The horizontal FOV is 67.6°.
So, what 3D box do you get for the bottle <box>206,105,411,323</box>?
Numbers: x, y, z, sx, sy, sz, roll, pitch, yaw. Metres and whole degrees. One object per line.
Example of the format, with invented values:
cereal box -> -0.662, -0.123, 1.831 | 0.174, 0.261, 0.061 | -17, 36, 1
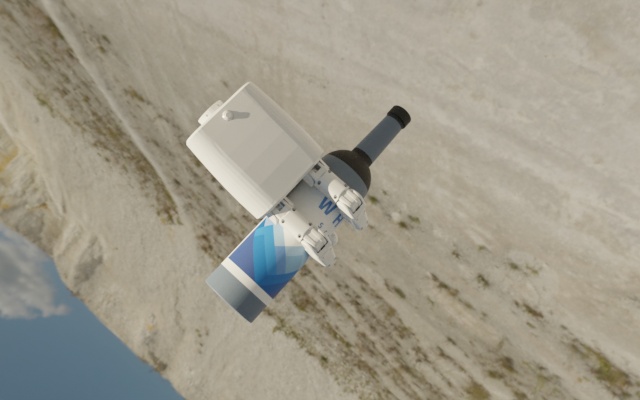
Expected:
bottle -> 0.000, 0.002, 0.536 | 0.069, 0.295, 0.069 | 40, -13, 11
